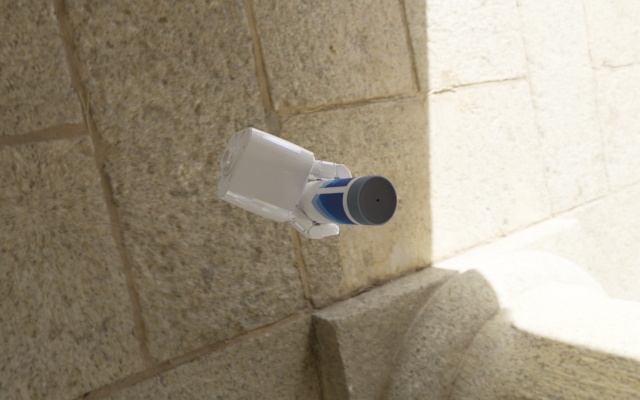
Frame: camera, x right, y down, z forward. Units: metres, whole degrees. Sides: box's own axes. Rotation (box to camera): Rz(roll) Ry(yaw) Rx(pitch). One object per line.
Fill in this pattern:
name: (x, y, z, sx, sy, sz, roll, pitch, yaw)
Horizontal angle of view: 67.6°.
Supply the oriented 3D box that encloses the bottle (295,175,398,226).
bottle: (0.000, 0.003, 0.749, 0.069, 0.069, 0.296, 0, -1, -31)
